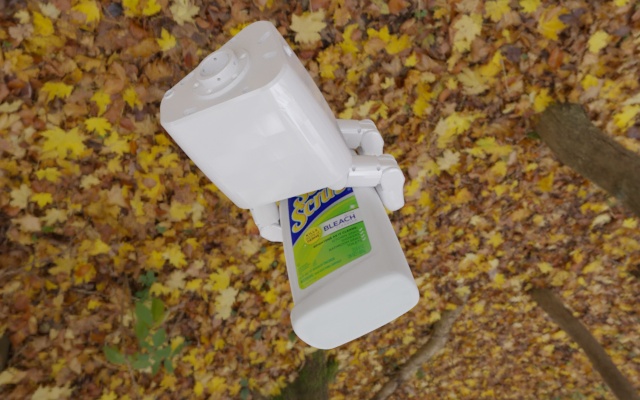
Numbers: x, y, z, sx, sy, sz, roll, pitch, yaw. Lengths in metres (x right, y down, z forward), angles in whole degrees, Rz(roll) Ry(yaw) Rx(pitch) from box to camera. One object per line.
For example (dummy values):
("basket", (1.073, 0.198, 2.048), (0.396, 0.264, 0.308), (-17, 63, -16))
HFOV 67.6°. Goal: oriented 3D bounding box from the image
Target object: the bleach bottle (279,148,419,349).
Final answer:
("bleach bottle", (0.000, 0.001, 0.447), (0.102, 0.250, 0.068), (-29, -44, 9))
